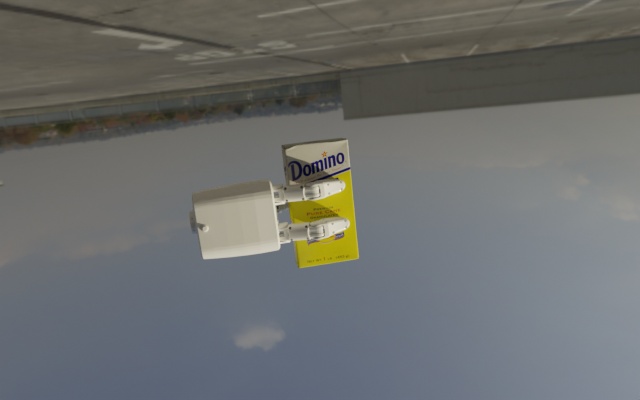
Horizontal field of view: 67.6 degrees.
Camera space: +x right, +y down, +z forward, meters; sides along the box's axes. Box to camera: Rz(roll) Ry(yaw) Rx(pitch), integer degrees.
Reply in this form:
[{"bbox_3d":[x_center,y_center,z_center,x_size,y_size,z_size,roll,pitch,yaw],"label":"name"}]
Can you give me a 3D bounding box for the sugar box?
[{"bbox_3d":[0.000,0.002,0.690,0.093,0.176,0.048,-9,13,-9],"label":"sugar box"}]
